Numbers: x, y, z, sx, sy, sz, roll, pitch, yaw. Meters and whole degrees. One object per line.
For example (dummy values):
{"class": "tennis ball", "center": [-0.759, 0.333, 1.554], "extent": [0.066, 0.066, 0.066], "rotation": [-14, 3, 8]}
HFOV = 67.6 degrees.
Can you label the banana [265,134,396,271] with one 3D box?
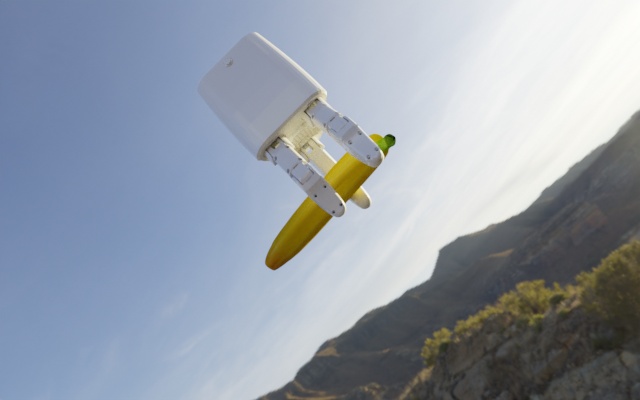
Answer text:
{"class": "banana", "center": [0.008, -0.005, 0.507], "extent": [0.037, 0.198, 0.069], "rotation": [43, 22, 6]}
